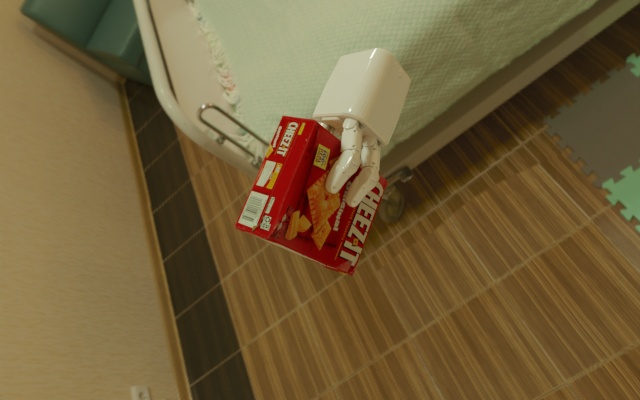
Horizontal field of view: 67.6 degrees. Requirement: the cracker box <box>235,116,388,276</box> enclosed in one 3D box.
[{"bbox_3d":[0.000,0.002,0.682,0.072,0.164,0.214,16,-10,39],"label":"cracker box"}]
